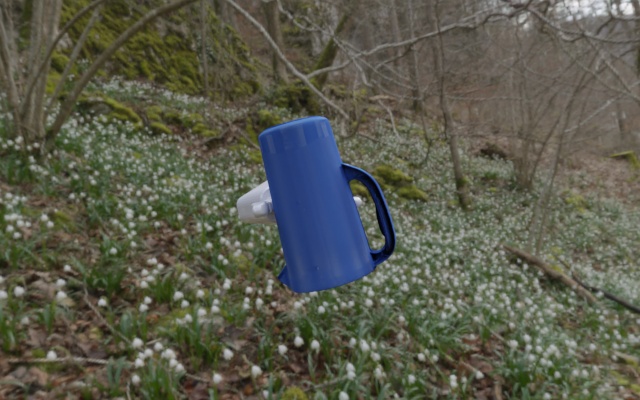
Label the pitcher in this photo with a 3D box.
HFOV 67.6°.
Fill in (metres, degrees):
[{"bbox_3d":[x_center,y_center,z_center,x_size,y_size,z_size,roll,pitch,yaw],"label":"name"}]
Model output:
[{"bbox_3d":[0.000,0.002,0.707,0.149,0.243,0.145,-17,4,-32],"label":"pitcher"}]
